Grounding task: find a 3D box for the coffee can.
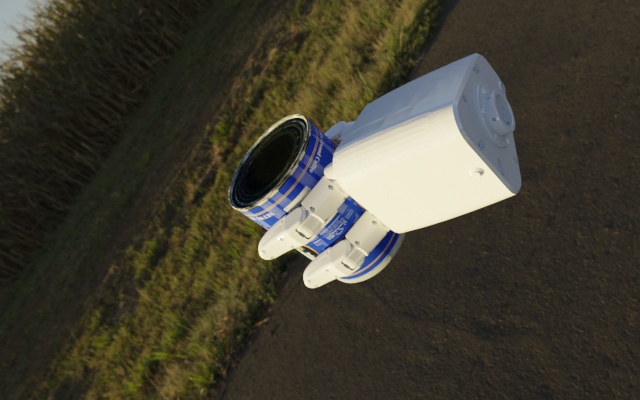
[{"bbox_3d":[0.000,0.002,0.454,0.140,0.102,0.103,38,-22,-31],"label":"coffee can"}]
